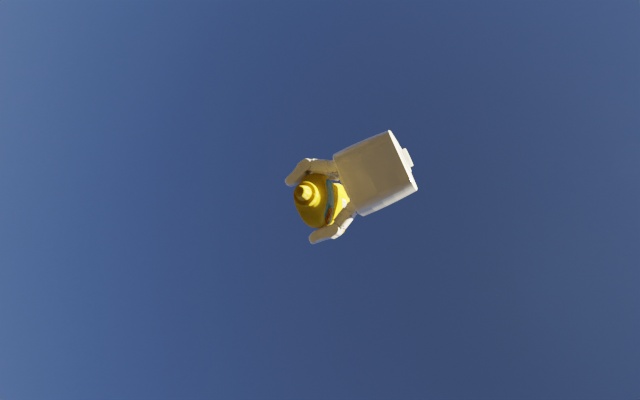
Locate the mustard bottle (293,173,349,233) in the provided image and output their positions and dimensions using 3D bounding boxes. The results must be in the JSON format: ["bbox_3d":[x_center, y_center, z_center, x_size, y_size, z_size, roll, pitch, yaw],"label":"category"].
[{"bbox_3d":[0.000,0.003,0.849,0.058,0.096,0.192,1,-10,20],"label":"mustard bottle"}]
